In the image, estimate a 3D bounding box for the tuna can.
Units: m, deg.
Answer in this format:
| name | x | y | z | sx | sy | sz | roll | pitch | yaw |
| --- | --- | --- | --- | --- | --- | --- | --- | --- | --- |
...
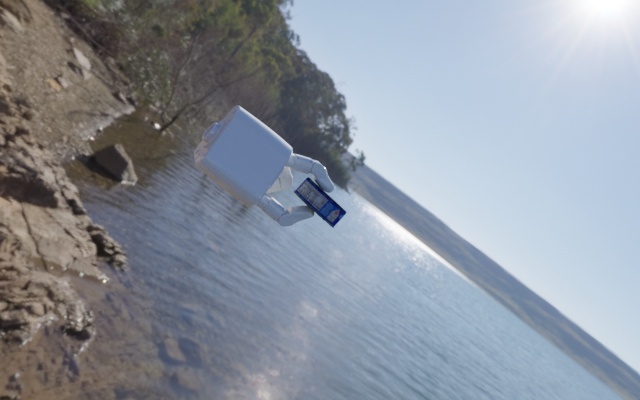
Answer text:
| name | x | y | z | sx | sy | sz | roll | pitch | yaw |
| --- | --- | --- | --- | --- | --- | --- | --- | --- | --- |
| tuna can | 0.001 | 0.002 | 0.754 | 0.086 | 0.034 | 0.086 | 42 | 1 | -1 |
